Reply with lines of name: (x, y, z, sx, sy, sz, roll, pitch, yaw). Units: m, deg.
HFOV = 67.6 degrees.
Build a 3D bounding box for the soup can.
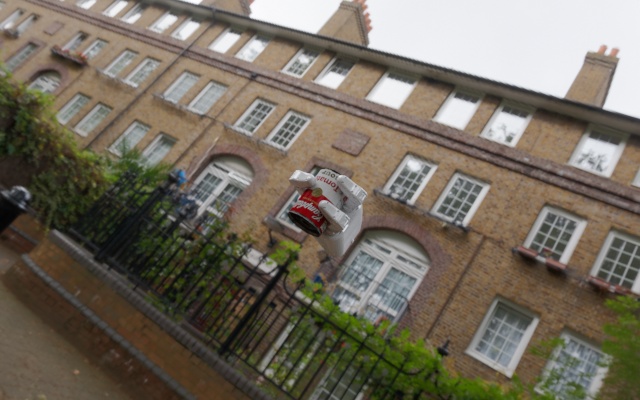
soup can: (0.000, 0.002, 0.820, 0.068, 0.102, 0.068, 32, -20, 13)
